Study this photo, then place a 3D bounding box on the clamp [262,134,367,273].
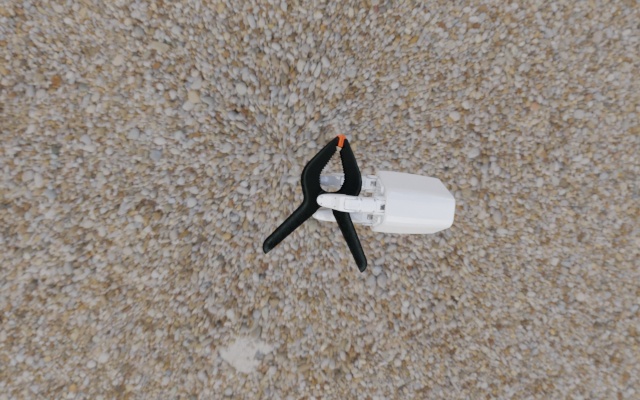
[{"bbox_3d":[0.000,0.002,0.730,0.164,0.210,0.036,5,5,-7],"label":"clamp"}]
